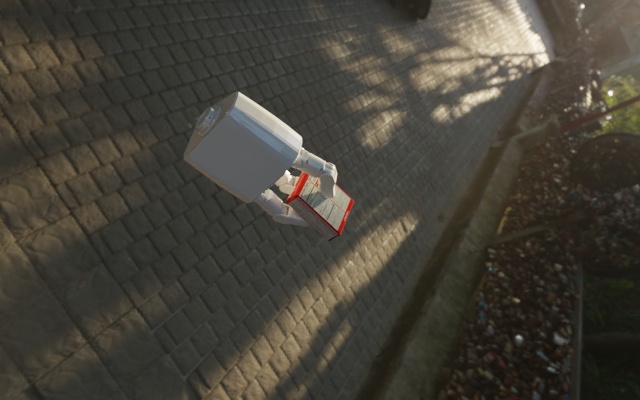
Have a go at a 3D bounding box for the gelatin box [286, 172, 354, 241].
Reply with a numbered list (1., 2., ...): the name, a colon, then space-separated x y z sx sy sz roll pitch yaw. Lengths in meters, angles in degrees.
1. gelatin box: 0.001 0.002 0.687 0.089 0.073 0.030 42 -47 -17
